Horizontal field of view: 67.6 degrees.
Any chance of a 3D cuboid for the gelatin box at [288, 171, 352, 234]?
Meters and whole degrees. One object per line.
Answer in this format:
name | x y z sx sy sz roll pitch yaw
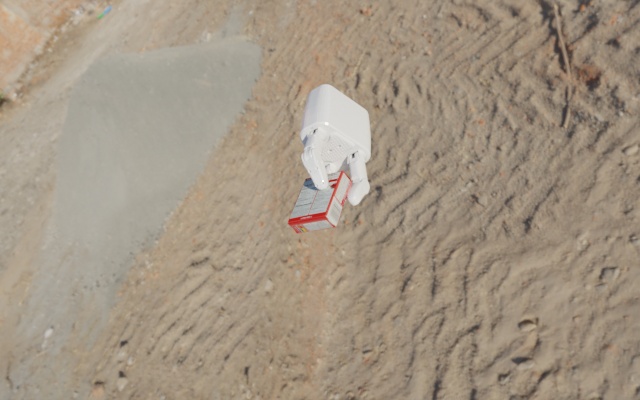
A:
gelatin box | 0.000 0.002 0.695 0.073 0.089 0.030 -12 -47 38
